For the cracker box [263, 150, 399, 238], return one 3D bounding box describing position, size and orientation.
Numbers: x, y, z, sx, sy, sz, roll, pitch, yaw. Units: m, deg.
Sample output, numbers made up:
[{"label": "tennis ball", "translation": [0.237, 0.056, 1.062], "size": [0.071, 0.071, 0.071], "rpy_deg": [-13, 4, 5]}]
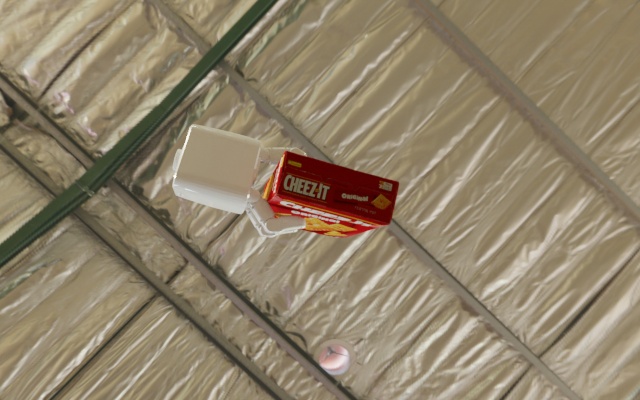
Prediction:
[{"label": "cracker box", "translation": [0.000, 0.002, 0.730], "size": [0.164, 0.072, 0.214], "rpy_deg": [14, -12, -11]}]
